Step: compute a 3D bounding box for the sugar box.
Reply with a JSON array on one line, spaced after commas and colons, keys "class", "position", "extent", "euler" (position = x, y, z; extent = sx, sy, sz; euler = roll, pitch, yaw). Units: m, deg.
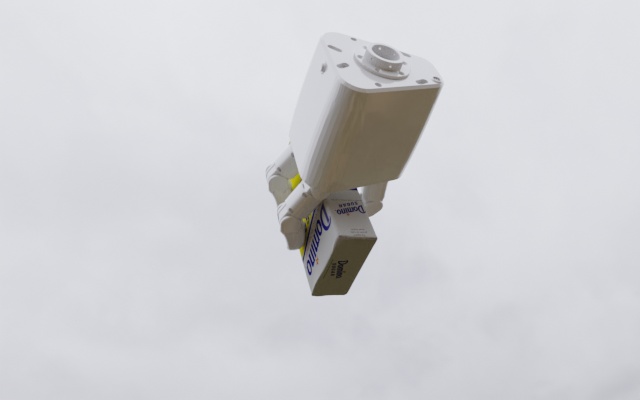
[{"class": "sugar box", "position": [0.000, 0.001, 0.502], "extent": [0.048, 0.176, 0.093], "euler": [3, -46, -20]}]
